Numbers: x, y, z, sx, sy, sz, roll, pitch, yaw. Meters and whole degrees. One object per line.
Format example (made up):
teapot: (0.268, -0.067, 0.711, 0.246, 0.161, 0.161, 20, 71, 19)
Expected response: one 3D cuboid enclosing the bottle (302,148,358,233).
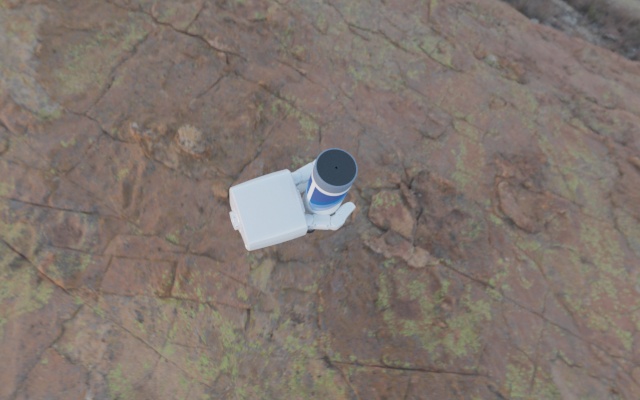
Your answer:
bottle: (0.000, 0.003, 0.860, 0.069, 0.069, 0.296, 0, -21, -10)
